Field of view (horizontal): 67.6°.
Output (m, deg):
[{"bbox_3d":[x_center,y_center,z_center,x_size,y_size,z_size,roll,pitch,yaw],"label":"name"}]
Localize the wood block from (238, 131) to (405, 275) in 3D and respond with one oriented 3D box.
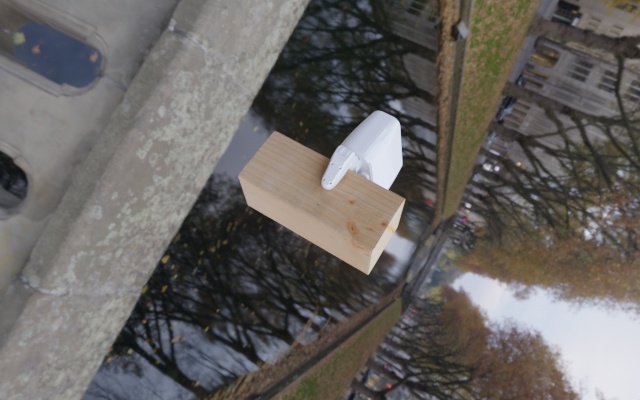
[{"bbox_3d":[0.000,0.002,0.661,0.206,0.090,0.091,29,-24,16],"label":"wood block"}]
